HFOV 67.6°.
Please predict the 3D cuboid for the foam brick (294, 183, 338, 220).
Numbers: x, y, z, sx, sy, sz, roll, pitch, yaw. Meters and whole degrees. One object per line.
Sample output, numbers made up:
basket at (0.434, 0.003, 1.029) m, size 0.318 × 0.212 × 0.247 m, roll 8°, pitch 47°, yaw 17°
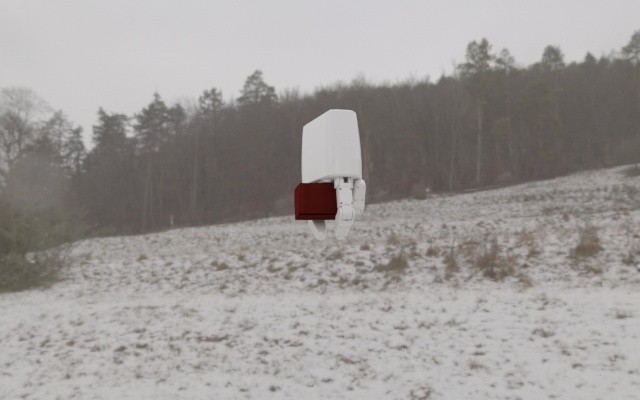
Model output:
foam brick at (0.000, 0.003, 0.747) m, size 0.078 × 0.051 × 0.053 m, roll 0°, pitch -10°, yaw -13°
